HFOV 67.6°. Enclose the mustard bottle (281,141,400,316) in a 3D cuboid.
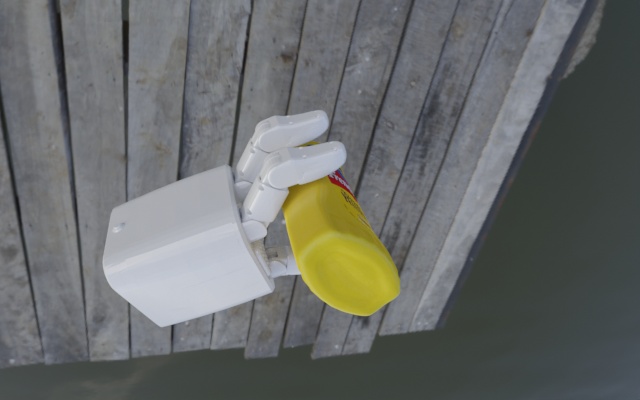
[{"bbox_3d":[0.000,0.001,0.404,0.096,0.058,0.191,42,15,-35],"label":"mustard bottle"}]
